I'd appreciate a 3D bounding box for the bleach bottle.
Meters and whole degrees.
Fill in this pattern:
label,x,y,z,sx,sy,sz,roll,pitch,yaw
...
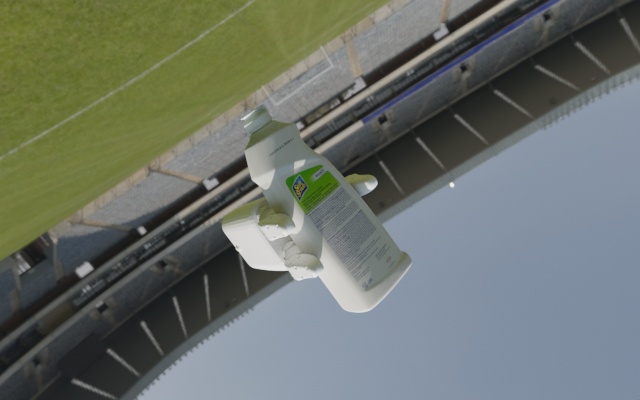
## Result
label,x,y,z,sx,sy,sz,roll,pitch,yaw
bleach bottle,0.000,0.002,0.541,0.102,0.251,0.068,-42,15,-31
